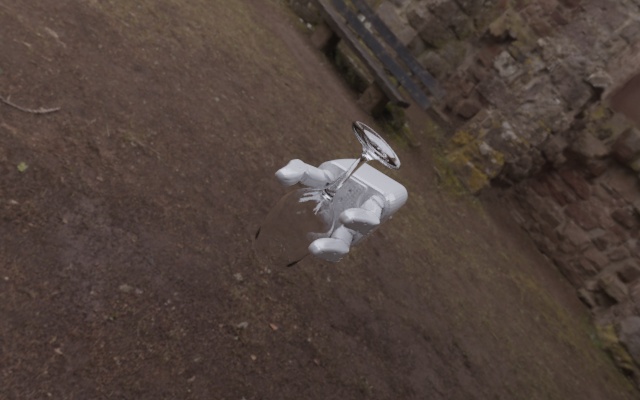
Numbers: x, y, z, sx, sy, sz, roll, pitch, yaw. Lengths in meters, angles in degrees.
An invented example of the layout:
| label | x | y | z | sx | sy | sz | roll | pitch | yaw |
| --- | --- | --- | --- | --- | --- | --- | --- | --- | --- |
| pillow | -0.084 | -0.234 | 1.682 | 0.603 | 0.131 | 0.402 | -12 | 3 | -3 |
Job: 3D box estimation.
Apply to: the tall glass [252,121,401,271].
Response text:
| label | x | y | z | sx | sy | sz | roll | pitch | yaw |
| --- | --- | --- | --- | --- | --- | --- | --- | --- | --- |
| tall glass | 0.000 | 0.001 | 0.577 | 0.201 | 0.079 | 0.079 | -45 | -22 | 24 |
